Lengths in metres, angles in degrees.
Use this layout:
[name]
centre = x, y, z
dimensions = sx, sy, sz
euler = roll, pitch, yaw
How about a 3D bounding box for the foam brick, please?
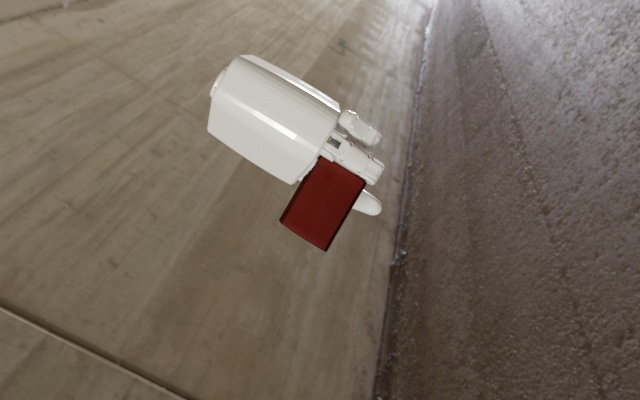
[foam brick]
centre = 0.000, 0.002, 0.470
dimensions = 0.051, 0.078, 0.053
euler = 30, -2, -9
